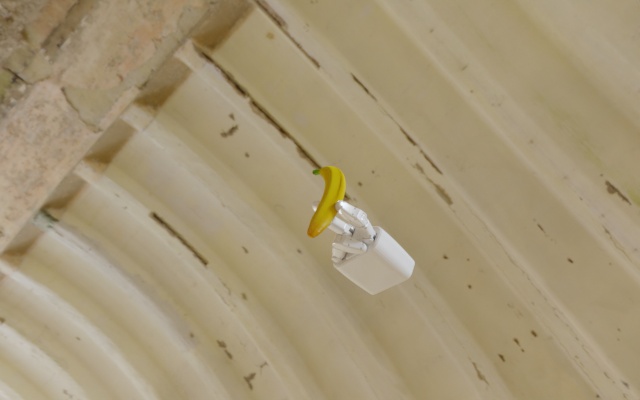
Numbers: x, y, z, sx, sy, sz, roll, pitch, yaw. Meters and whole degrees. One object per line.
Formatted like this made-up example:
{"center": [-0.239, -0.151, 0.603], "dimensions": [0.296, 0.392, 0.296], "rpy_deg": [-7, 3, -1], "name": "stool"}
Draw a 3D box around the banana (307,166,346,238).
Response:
{"center": [0.014, -0.009, 0.861], "dimensions": [0.070, 0.037, 0.197], "rpy_deg": [-36, 26, 26], "name": "banana"}
